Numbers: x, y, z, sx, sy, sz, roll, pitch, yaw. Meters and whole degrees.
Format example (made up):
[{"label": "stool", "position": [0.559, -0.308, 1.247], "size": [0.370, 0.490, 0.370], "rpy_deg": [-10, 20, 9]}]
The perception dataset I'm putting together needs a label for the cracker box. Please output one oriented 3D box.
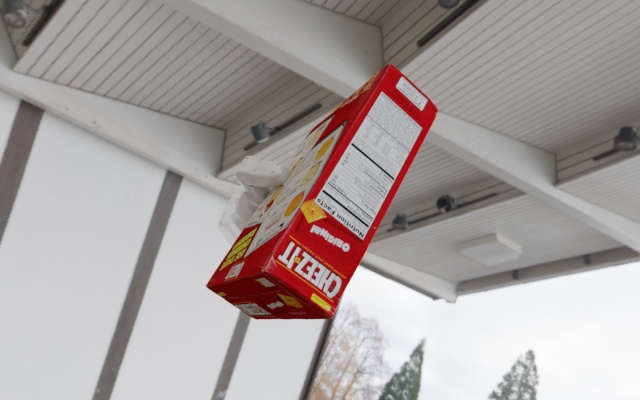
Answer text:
[{"label": "cracker box", "position": [0.000, 0.001, 0.435], "size": [0.072, 0.213, 0.164], "rpy_deg": [37, -26, -14]}]
